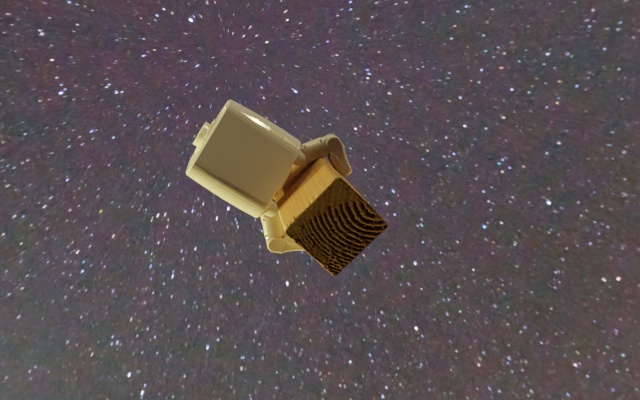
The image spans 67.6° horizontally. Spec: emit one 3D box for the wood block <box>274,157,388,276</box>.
[{"bbox_3d":[0.000,0.002,0.639,0.090,0.091,0.206,43,5,-20],"label":"wood block"}]
